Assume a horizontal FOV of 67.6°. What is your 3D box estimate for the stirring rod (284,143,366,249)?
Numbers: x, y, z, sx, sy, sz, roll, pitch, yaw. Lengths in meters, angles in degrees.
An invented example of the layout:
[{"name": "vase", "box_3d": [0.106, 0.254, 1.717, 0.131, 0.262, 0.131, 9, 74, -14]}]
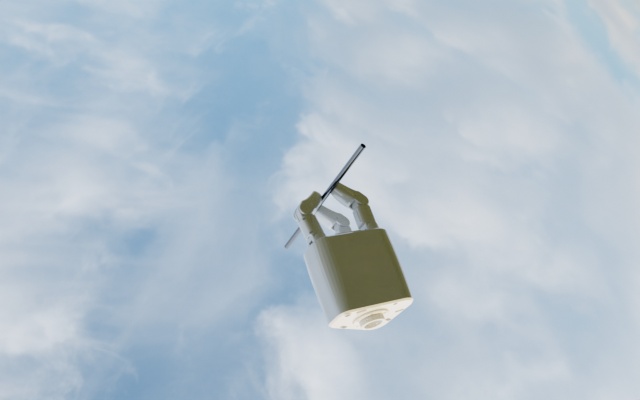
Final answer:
[{"name": "stirring rod", "box_3d": [0.000, 0.002, 0.689, 0.011, 0.011, 0.240, 0, -37, -35]}]
